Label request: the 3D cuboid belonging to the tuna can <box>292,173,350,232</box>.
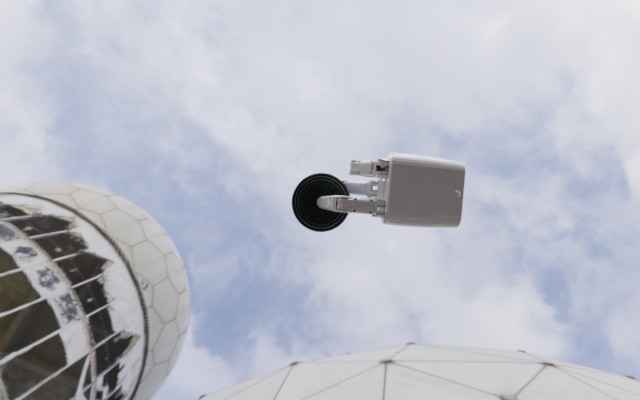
[{"bbox_3d":[0.000,0.002,0.705,0.086,0.086,0.034,0,3,-4],"label":"tuna can"}]
